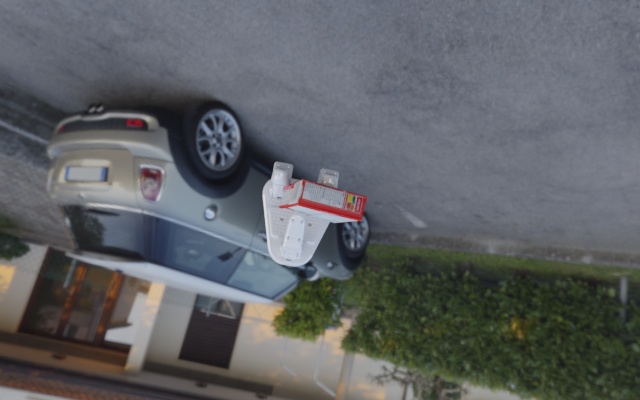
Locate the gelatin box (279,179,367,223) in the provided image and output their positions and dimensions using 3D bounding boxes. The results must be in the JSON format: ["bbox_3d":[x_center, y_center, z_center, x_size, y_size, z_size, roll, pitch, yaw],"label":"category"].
[{"bbox_3d":[0.000,0.002,0.529,0.073,0.030,0.089,15,-8,-16],"label":"gelatin box"}]
